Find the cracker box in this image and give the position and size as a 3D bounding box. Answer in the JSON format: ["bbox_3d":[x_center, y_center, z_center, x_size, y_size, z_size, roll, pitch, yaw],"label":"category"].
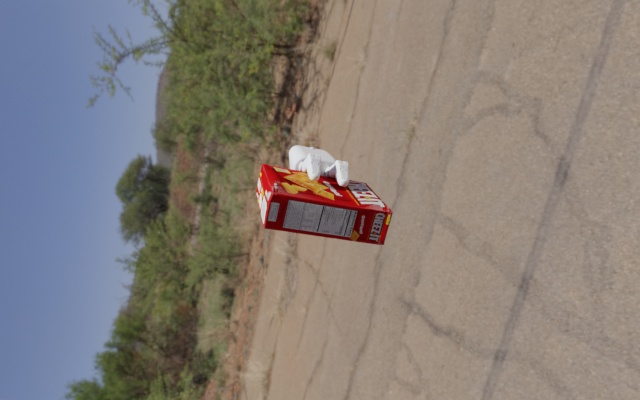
[{"bbox_3d":[0.000,0.003,0.854,0.214,0.072,0.164,9,19,-15],"label":"cracker box"}]
